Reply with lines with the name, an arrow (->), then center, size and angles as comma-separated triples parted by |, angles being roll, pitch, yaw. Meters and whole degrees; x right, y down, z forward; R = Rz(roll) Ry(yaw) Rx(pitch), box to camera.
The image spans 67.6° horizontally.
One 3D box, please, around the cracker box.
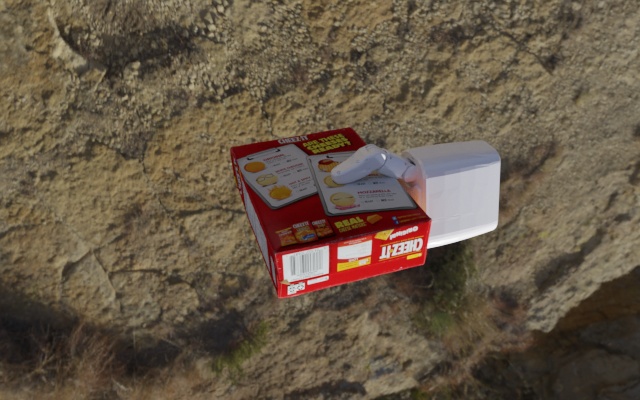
cracker box -> 0.000, 0.002, 0.547 | 0.164, 0.072, 0.213 | -11, 36, -16
